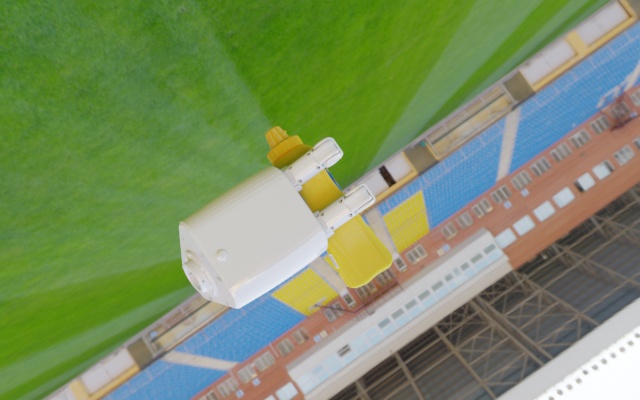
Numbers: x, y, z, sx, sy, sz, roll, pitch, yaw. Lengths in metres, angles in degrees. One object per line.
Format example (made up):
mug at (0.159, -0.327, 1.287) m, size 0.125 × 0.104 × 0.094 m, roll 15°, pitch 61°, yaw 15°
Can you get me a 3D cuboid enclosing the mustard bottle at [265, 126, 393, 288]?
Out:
mustard bottle at (0.001, 0.002, 0.520) m, size 0.058 × 0.191 × 0.096 m, roll -35°, pitch -3°, yaw -5°
